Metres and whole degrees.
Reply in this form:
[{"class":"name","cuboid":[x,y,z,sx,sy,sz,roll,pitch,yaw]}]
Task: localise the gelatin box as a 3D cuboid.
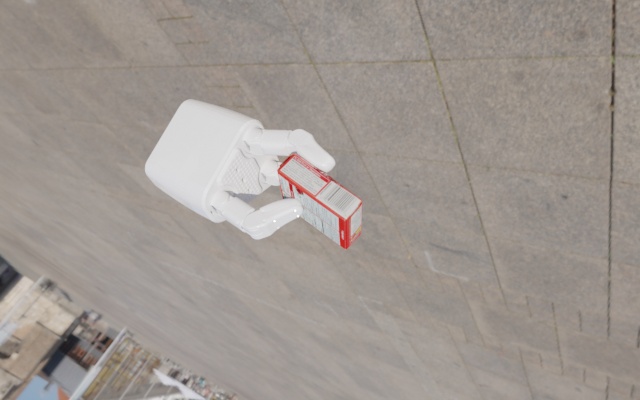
[{"class":"gelatin box","cuboid":[0.000,0.002,0.480,0.089,0.030,0.073,36,-21,20]}]
